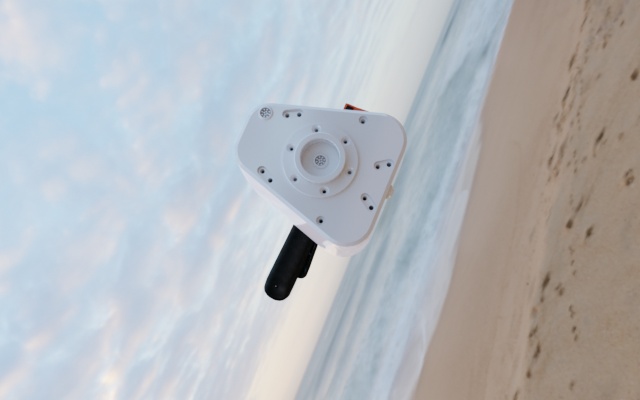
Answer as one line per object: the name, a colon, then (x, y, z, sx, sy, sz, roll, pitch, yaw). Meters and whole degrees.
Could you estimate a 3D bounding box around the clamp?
clamp: (0.000, 0.001, 0.508, 0.036, 0.210, 0.164, 22, -7, 4)
